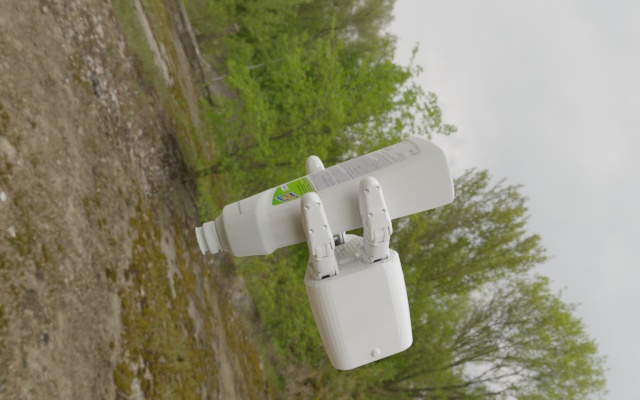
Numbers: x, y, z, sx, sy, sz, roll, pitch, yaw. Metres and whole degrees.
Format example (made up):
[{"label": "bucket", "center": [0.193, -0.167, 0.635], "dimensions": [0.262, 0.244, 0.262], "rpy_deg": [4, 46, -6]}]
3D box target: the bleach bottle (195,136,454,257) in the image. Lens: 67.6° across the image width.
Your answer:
[{"label": "bleach bottle", "center": [0.000, 0.002, 0.487], "dimensions": [0.251, 0.068, 0.102], "rpy_deg": [-17, 17, -7]}]
